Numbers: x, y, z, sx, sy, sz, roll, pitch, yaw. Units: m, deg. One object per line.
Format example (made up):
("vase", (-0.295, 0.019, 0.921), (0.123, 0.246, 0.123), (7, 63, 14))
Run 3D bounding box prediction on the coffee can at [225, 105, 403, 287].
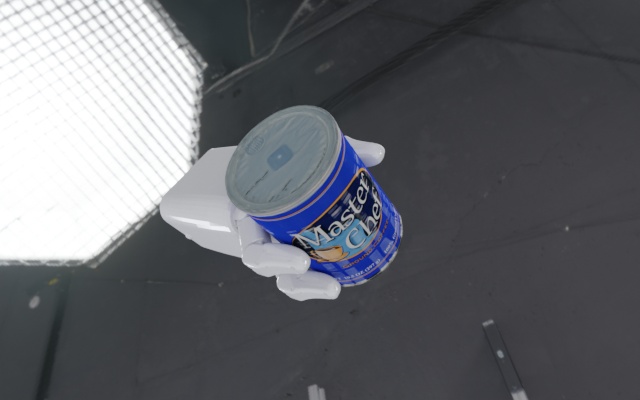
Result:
("coffee can", (0.000, 0.001, 0.419), (0.103, 0.102, 0.140), (0, -31, 33))
